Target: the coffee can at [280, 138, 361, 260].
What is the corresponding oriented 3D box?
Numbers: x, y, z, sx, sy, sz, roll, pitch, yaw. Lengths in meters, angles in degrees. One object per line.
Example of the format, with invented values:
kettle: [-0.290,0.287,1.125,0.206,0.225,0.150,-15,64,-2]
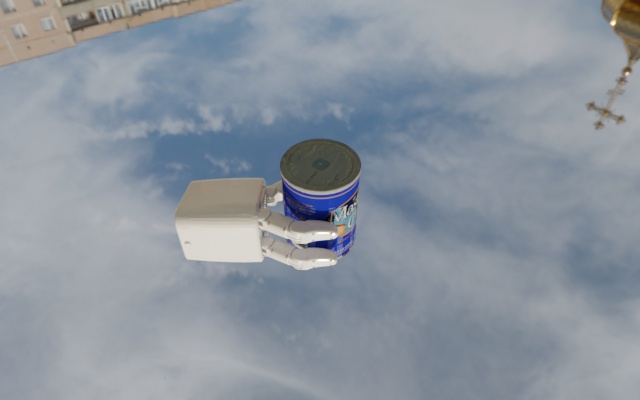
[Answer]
coffee can: [0.000,0.002,0.650,0.103,0.140,0.102,0,45,0]
